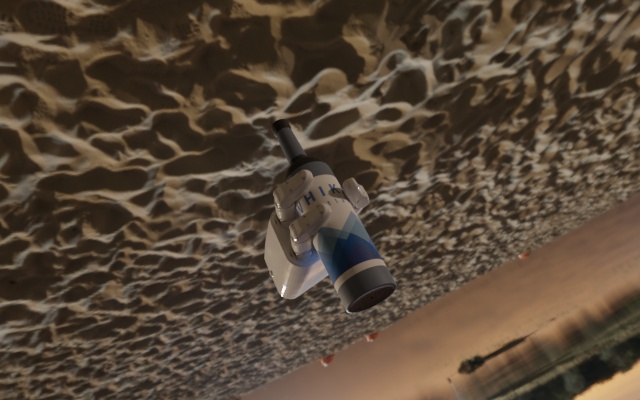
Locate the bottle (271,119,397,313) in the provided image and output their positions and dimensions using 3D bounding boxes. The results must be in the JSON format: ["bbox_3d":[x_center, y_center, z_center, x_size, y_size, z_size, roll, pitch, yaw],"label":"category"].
[{"bbox_3d":[0.000,0.002,0.630,0.069,0.295,0.069,-21,-31,-13],"label":"bottle"}]
